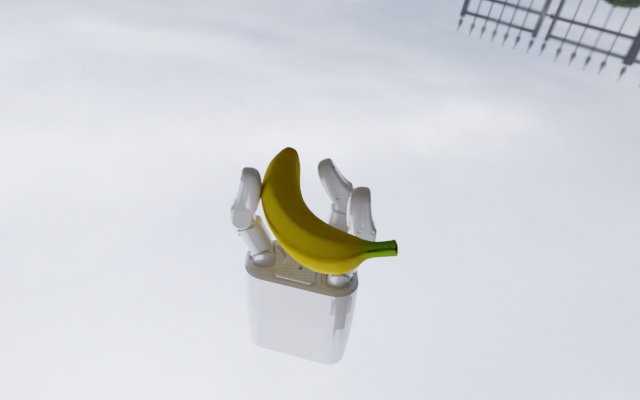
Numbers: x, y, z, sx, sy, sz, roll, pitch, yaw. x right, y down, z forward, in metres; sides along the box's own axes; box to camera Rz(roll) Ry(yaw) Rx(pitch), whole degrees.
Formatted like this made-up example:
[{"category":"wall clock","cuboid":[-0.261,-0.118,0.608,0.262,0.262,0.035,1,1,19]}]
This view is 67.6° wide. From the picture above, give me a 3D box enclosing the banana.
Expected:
[{"category":"banana","cuboid":[-0.015,0.008,0.413,0.069,0.037,0.197,-17,36,-21]}]
